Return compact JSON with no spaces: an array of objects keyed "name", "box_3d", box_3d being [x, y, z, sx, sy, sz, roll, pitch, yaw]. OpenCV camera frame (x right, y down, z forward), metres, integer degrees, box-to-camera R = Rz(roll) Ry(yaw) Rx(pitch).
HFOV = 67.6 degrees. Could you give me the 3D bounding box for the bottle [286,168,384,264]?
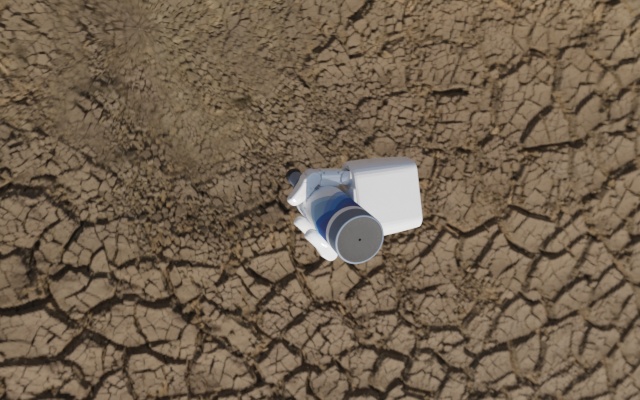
[{"name":"bottle","box_3d":[0.000,0.002,0.725,0.069,0.069,0.295,0,19,-21]}]
